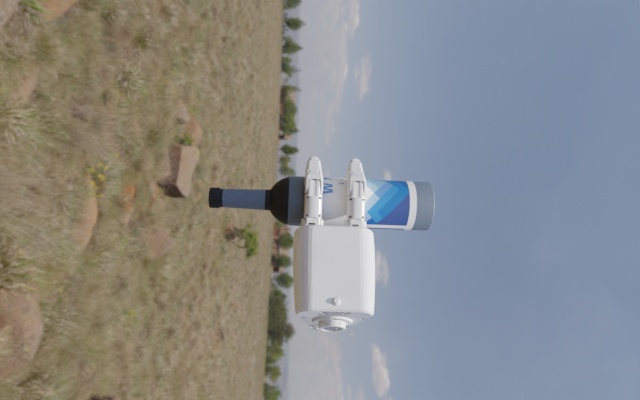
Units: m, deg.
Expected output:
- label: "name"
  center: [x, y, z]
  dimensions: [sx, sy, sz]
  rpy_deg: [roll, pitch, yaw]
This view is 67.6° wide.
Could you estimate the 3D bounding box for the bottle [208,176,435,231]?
- label: "bottle"
  center: [0.000, 0.002, 0.644]
  dimensions: [0.296, 0.069, 0.069]
  rpy_deg: [2, 0, -4]
